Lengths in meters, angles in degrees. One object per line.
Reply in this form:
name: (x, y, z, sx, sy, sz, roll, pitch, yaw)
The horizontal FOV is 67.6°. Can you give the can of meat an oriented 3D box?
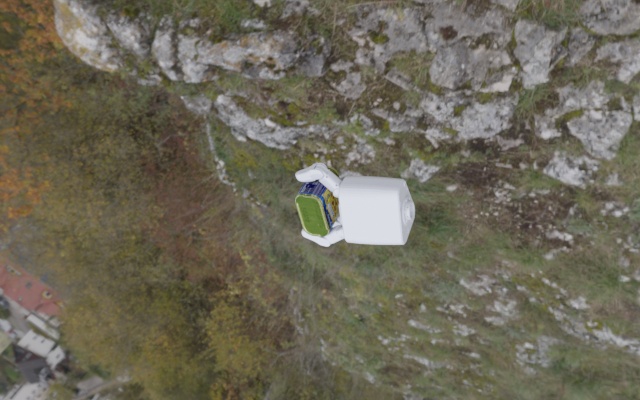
can of meat: (0.000, 0.003, 0.862, 0.057, 0.102, 0.084, 4, 41, 24)
